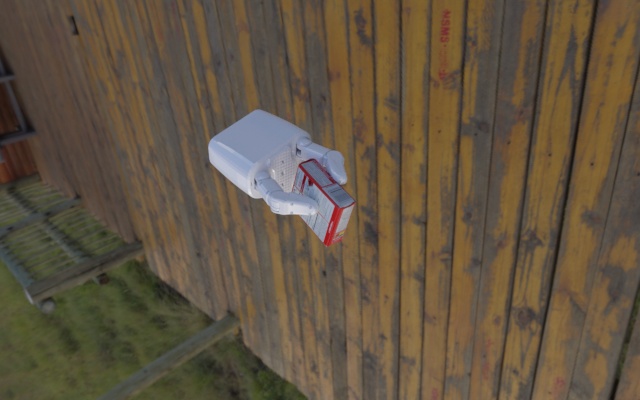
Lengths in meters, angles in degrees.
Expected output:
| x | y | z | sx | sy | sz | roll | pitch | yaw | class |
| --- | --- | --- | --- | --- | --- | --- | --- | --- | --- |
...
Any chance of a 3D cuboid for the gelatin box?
| x | y | z | sx | sy | sz | roll | pitch | yaw | class |
| --- | --- | --- | --- | --- | --- | --- | --- | --- | --- |
| 0.000 | 0.002 | 0.607 | 0.030 | 0.073 | 0.089 | -21 | 55 | -33 | gelatin box |
